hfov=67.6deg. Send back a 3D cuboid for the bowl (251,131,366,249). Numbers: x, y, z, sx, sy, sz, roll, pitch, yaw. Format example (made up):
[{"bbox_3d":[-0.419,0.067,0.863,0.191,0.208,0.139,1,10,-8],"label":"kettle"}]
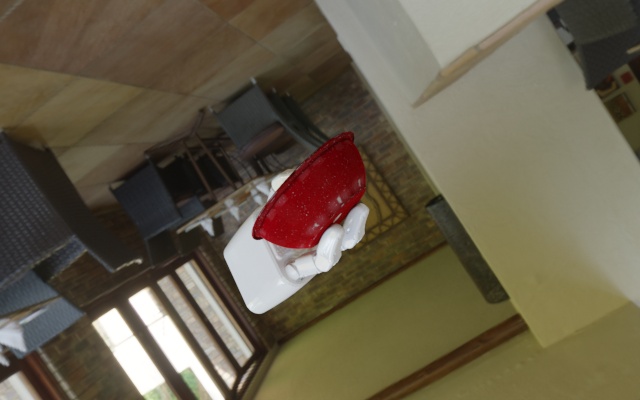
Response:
[{"bbox_3d":[0.001,0.001,0.529,0.055,0.162,0.162,43,9,10],"label":"bowl"}]
